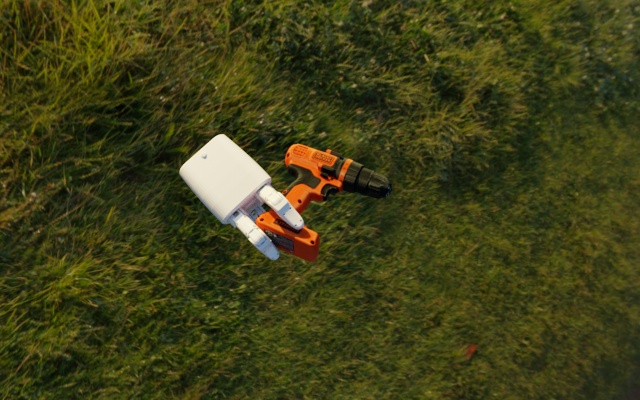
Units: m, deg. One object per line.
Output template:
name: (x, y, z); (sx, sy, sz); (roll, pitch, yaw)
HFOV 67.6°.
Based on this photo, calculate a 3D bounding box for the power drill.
power drill: (0.000, 0.003, 0.748); (0.184, 0.187, 0.057); (20, -36, 17)
